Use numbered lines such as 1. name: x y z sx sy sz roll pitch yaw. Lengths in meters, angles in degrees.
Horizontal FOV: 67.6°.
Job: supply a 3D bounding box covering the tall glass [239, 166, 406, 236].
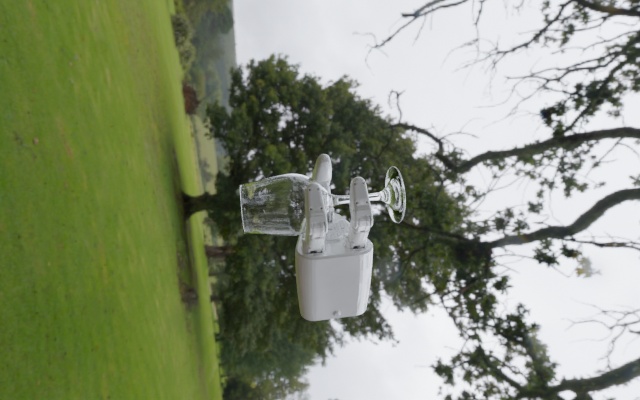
1. tall glass: 0.001 0.002 0.606 0.201 0.079 0.079 -5 1 -10
